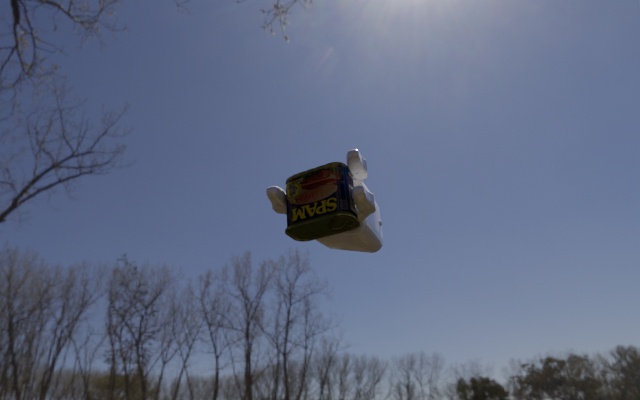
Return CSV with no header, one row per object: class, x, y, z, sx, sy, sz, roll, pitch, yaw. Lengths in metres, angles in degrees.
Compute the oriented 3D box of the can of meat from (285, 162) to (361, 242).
can of meat,0.000,0.002,0.670,0.102,0.084,0.057,-16,-29,22
